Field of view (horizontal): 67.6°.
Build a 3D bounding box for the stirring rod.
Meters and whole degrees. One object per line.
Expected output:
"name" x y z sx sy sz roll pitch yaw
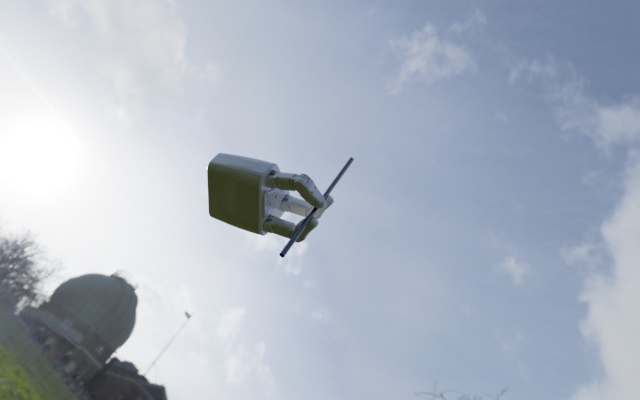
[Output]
"stirring rod" 0.000 0.002 0.730 0.011 0.011 0.239 0 37 33
